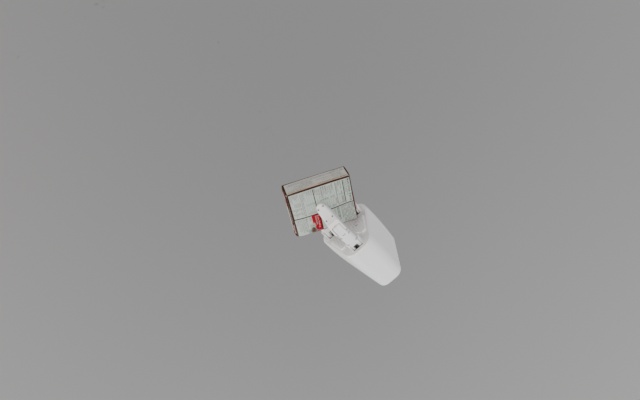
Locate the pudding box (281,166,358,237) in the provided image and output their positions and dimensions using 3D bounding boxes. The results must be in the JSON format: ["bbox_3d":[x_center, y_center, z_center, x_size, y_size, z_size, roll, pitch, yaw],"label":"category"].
[{"bbox_3d":[0.000,0.003,0.798,0.113,0.090,0.039,-19,33,-8],"label":"pudding box"}]
